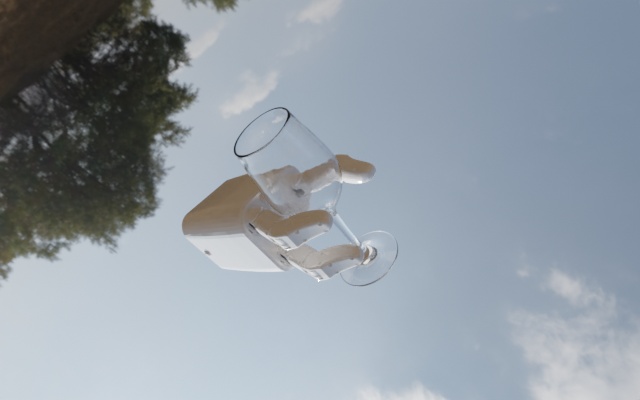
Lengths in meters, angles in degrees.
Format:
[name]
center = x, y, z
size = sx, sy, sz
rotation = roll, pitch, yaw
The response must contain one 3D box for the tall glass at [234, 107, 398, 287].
[tall glass]
center = 0.001, 0.002, 0.478
size = 0.079, 0.079, 0.201
rotation = 0, -39, 43
